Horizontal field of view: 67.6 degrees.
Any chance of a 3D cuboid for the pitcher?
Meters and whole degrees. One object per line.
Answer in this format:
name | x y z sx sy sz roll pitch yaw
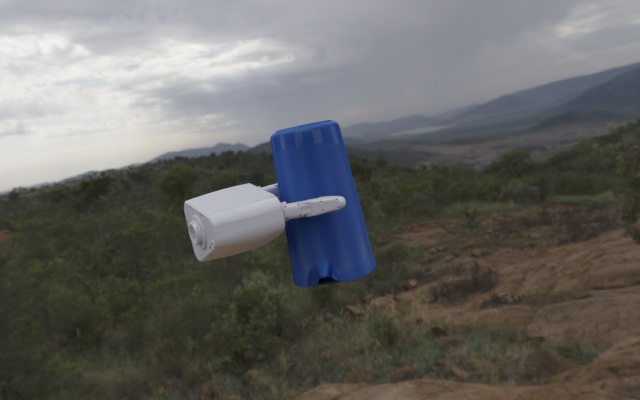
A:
pitcher | 0.000 0.003 0.753 0.145 0.243 0.149 -16 8 -33
